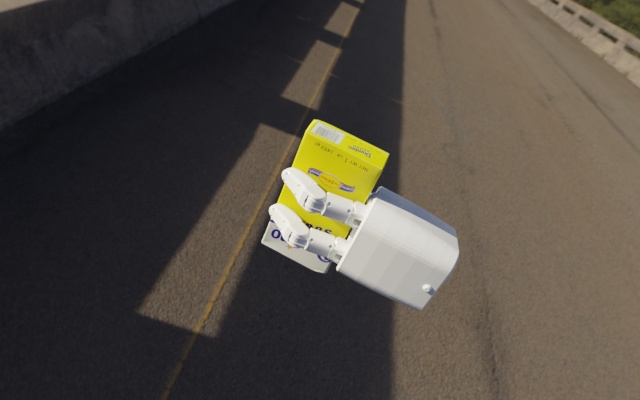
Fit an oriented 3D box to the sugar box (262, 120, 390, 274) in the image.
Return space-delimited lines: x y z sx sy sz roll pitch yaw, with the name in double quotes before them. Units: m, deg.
"sugar box" 0.000 0.002 0.560 0.093 0.176 0.048 27 35 3
